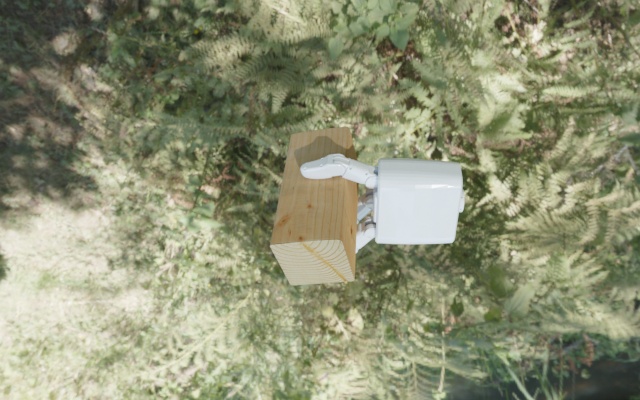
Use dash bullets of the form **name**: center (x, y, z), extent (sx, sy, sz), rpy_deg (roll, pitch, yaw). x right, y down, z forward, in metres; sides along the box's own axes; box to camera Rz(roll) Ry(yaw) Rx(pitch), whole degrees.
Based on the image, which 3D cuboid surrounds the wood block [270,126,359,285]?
- **wood block**: center (0.000, 0.002, 0.657), extent (0.090, 0.206, 0.091), rpy_deg (-6, -44, 13)
